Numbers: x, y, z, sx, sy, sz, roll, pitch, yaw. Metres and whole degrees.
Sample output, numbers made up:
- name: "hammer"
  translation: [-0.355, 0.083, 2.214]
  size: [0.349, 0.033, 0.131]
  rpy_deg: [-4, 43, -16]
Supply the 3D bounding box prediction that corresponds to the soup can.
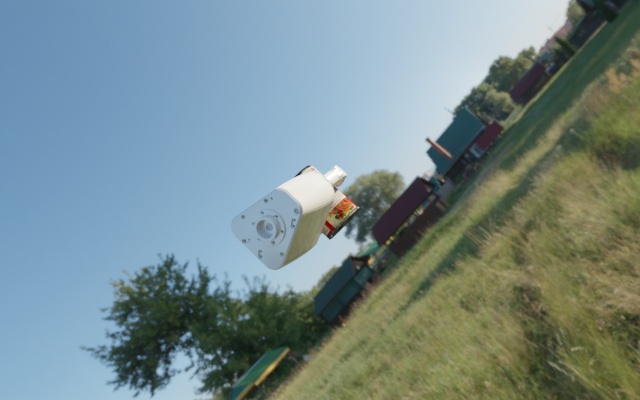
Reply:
- name: "soup can"
  translation: [0.000, 0.002, 0.741]
  size: [0.102, 0.068, 0.068]
  rpy_deg: [43, 7, 8]
